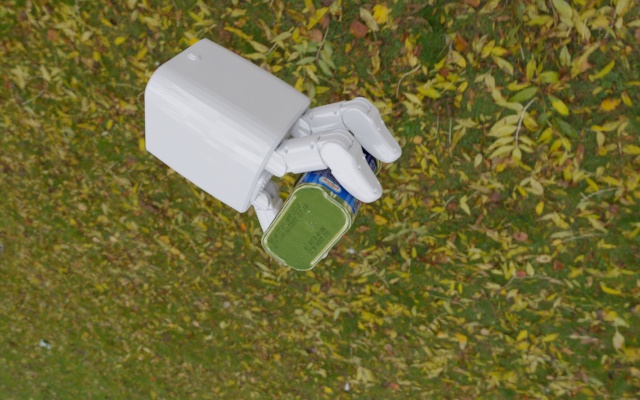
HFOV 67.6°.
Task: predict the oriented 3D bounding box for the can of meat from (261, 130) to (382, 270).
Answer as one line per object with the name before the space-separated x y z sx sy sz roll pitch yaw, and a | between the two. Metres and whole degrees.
can of meat | 0.000 0.002 0.411 0.057 0.102 0.084 34 42 -4
